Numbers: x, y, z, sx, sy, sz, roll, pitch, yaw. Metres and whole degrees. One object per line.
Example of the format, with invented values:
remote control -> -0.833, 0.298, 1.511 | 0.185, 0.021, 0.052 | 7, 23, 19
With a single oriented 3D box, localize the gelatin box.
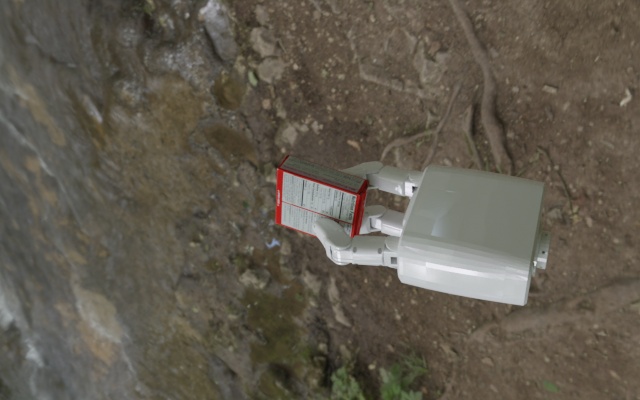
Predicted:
gelatin box -> 0.000, 0.002, 0.480 | 0.089, 0.073, 0.030 | 18, 42, 14
